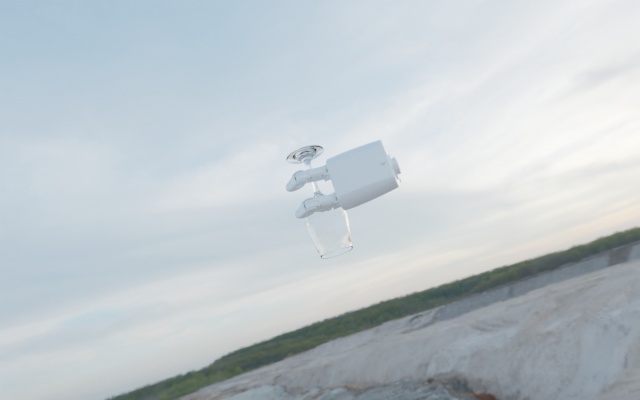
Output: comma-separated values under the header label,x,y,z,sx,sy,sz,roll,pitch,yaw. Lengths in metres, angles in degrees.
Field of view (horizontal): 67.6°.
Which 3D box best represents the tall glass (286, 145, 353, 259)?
label,x,y,z,sx,sy,sz,roll,pitch,yaw
tall glass,0.000,0.002,0.881,0.079,0.201,0.079,-16,-16,-5
